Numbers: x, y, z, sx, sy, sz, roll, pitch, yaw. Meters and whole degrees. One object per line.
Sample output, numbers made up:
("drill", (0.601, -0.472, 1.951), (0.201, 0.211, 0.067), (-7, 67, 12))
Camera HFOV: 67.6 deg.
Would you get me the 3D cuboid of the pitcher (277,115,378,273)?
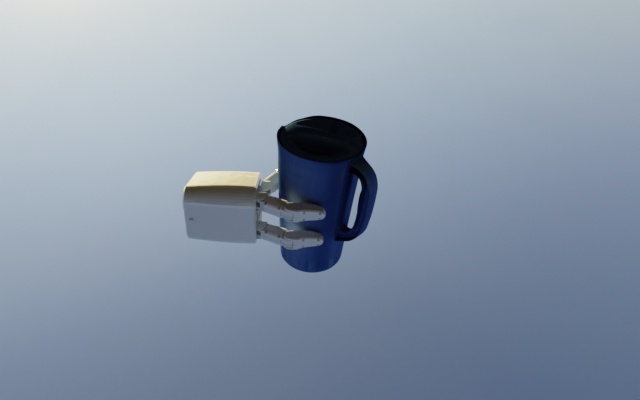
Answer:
("pitcher", (0.000, 0.002, 0.759), (0.145, 0.243, 0.149), (2, 38, -5))
